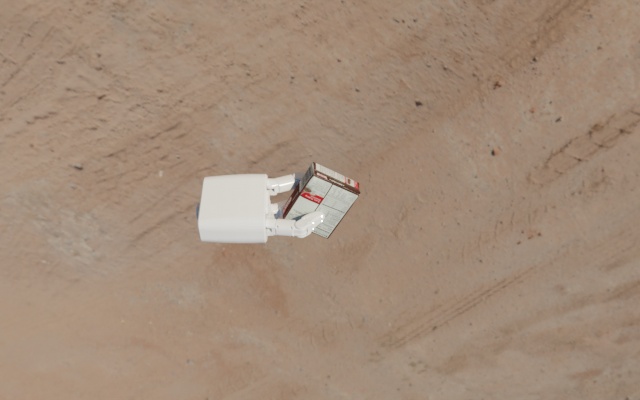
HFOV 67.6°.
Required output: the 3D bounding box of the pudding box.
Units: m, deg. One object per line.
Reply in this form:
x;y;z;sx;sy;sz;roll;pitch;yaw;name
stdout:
0.000;0.003;0.794;0.090;0.113;0.039;23;35;-18;pudding box
